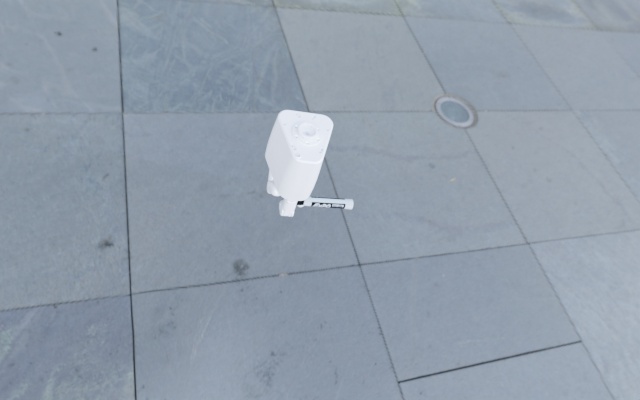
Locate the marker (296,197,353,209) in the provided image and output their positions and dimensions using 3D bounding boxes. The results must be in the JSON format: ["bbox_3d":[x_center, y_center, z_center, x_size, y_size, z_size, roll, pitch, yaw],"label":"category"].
[{"bbox_3d":[0.000,0.003,0.870,0.121,0.020,0.020,4,-1,-15],"label":"marker"}]
